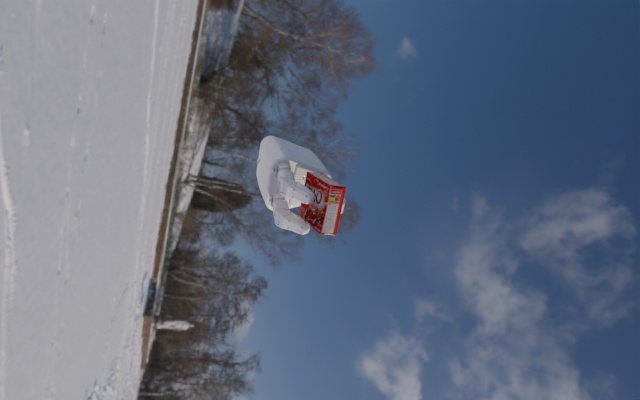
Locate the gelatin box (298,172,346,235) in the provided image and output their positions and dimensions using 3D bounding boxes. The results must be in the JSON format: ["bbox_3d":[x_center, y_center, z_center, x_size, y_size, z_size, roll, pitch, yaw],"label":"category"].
[{"bbox_3d":[0.001,0.002,0.708,0.030,0.073,0.089,5,15,-26],"label":"gelatin box"}]
